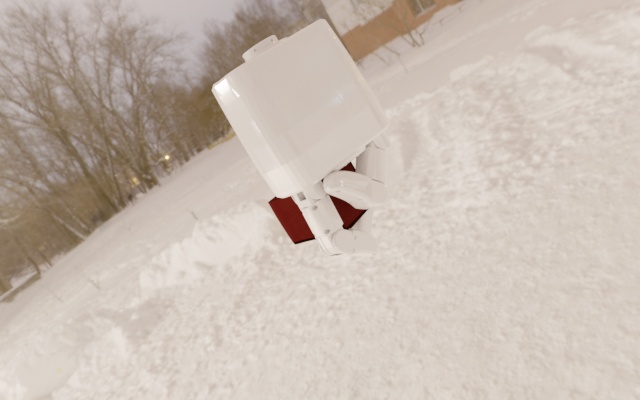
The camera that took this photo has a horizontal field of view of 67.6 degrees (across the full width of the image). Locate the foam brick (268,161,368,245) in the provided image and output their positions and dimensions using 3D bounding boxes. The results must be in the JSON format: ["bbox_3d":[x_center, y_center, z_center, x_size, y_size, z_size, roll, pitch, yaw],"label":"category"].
[{"bbox_3d":[0.000,0.002,0.450,0.078,0.051,0.053,-19,20,47],"label":"foam brick"}]
